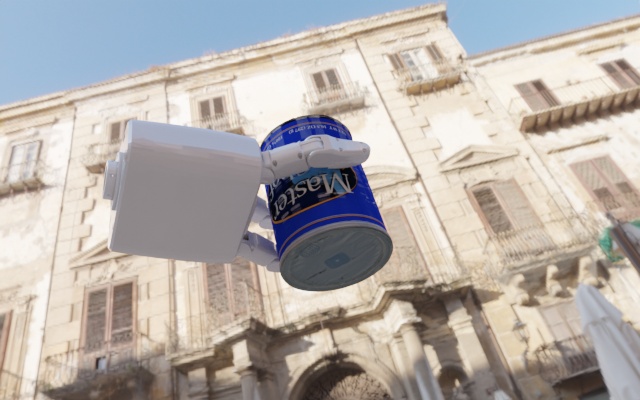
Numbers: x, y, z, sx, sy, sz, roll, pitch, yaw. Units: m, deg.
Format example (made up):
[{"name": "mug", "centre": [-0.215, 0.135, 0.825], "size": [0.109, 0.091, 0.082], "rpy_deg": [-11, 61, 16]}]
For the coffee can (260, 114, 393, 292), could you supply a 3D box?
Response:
[{"name": "coffee can", "centre": [0.000, 0.002, 0.462], "size": [0.103, 0.140, 0.103], "rpy_deg": [-10, -38, -8]}]
